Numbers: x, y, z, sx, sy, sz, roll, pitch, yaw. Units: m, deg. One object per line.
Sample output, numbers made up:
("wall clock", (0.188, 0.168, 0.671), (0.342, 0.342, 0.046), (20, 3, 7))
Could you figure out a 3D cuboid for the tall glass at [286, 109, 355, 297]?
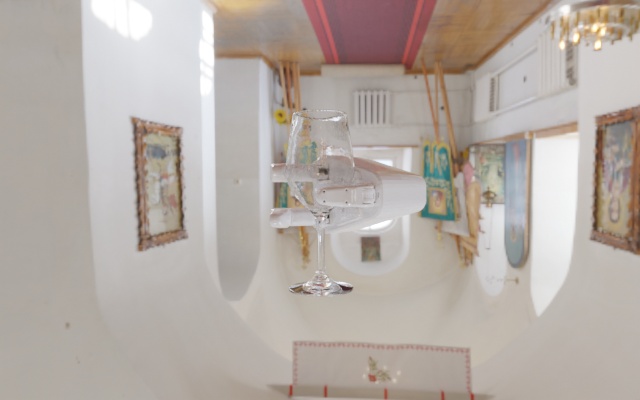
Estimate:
("tall glass", (0.000, 0.002, 0.542), (0.079, 0.201, 0.079), (-1, 2, 0))
